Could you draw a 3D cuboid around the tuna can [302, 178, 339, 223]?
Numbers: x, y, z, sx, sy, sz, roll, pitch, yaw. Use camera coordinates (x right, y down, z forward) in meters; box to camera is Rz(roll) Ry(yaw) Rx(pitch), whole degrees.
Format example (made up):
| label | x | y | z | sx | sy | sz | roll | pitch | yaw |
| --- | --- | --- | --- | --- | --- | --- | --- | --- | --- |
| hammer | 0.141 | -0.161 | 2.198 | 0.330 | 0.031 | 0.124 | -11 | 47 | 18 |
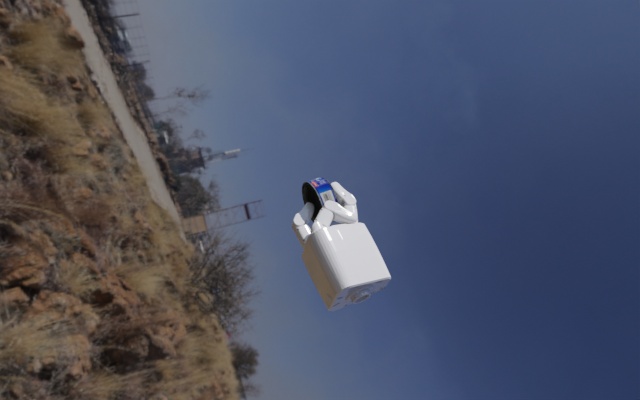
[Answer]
| label | x | y | z | sx | sy | sz | roll | pitch | yaw |
| --- | --- | --- | --- | --- | --- | --- | --- | --- | --- |
| tuna can | 0.001 | 0.003 | 0.856 | 0.034 | 0.086 | 0.086 | -20 | 7 | -20 |
